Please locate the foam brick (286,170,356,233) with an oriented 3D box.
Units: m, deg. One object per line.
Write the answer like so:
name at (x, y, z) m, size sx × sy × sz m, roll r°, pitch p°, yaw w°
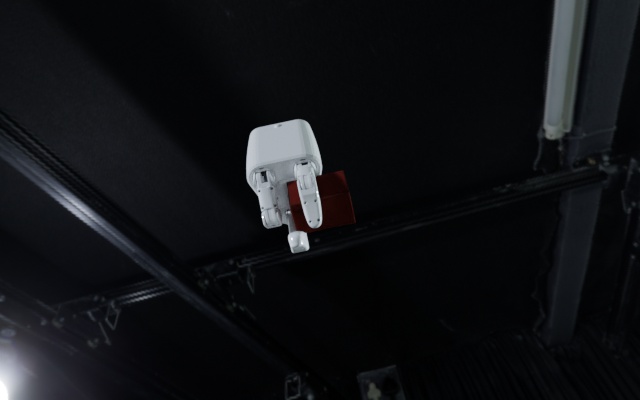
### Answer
foam brick at (0.000, 0.002, 0.614) m, size 0.078 × 0.053 × 0.051 m, roll -11°, pitch 38°, yaw 1°
